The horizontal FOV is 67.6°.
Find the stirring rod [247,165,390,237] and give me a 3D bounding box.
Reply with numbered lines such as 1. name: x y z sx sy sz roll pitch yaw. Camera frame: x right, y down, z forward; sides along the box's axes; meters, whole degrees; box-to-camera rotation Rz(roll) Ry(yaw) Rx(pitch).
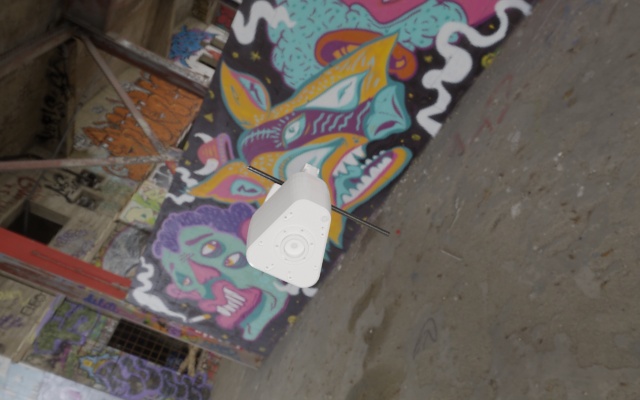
1. stirring rod: 0.000 0.002 0.725 0.239 0.011 0.011 26 -5 -11
